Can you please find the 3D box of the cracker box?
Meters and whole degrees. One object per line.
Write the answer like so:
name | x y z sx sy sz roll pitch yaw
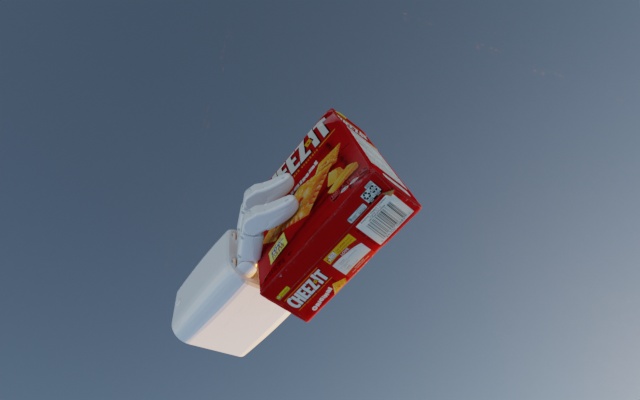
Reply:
cracker box | 0.000 0.002 0.533 0.072 0.164 0.213 36 15 -24
